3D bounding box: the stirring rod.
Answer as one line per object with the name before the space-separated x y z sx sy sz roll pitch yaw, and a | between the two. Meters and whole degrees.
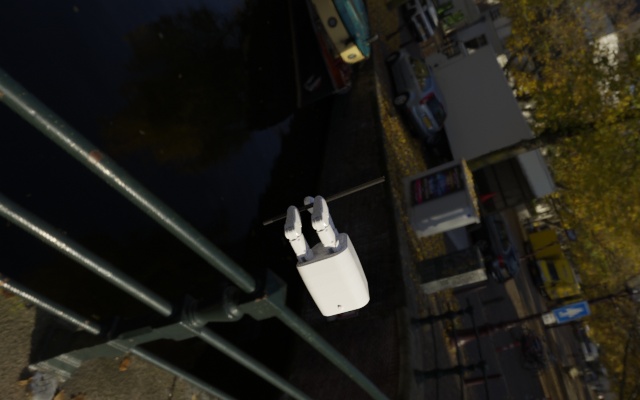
stirring rod | 0.000 0.003 0.819 0.239 0.011 0.011 -20 -9 24
